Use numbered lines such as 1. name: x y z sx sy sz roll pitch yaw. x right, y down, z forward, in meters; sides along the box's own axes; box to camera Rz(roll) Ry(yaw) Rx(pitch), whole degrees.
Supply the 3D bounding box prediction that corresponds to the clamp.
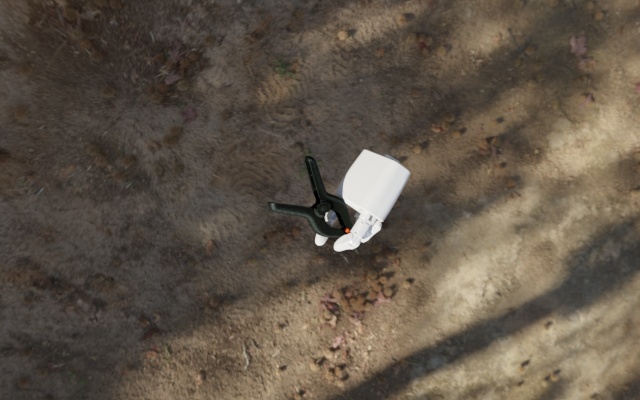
1. clamp: 0.000 0.003 0.875 0.171 0.120 0.039 33 -2 -23
